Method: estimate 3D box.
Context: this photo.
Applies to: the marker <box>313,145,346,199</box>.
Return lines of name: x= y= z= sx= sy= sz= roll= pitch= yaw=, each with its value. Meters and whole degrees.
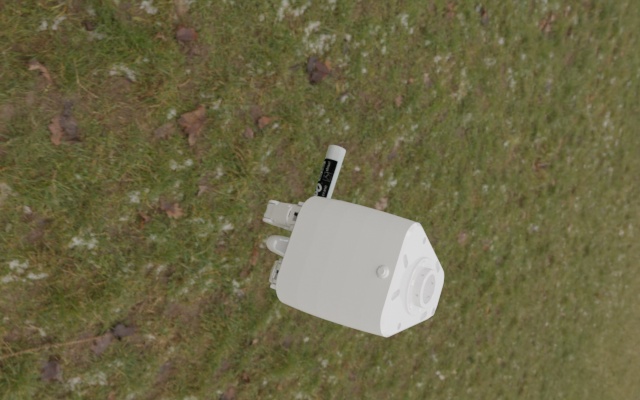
marker: x=0.000 y=0.002 z=0.496 sx=0.020 sy=0.121 sz=0.020 roll=17 pitch=-8 yaw=2
